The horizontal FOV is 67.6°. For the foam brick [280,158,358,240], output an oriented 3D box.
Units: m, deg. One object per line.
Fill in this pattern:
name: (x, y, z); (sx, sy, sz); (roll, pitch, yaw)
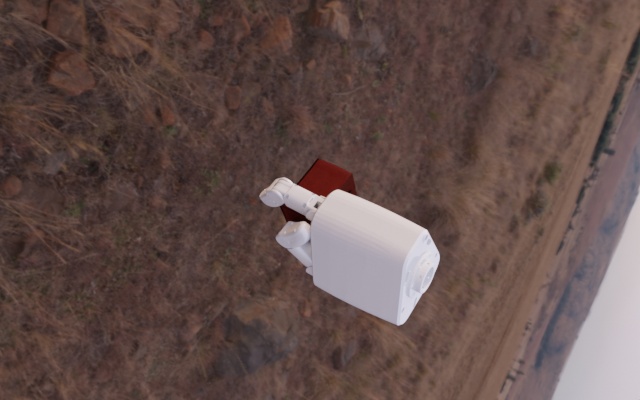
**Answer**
foam brick: (0.000, 0.001, 0.549); (0.051, 0.078, 0.053); (23, -28, 29)
